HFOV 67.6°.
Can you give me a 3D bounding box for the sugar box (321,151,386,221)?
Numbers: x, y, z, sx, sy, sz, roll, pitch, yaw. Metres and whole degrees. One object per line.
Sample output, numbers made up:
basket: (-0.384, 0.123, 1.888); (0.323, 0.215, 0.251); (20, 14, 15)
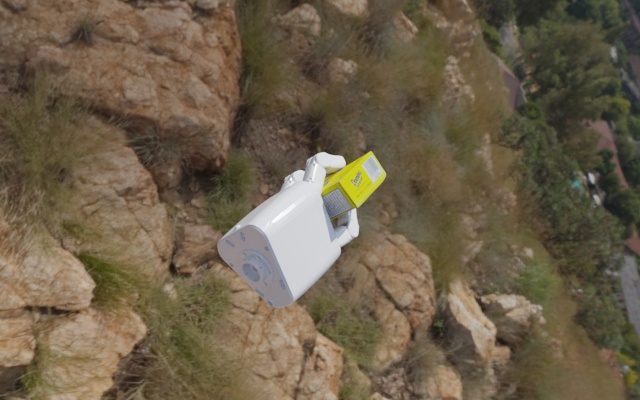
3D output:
sugar box: (0.000, 0.002, 0.657); (0.176, 0.048, 0.093); (-26, 12, 42)
